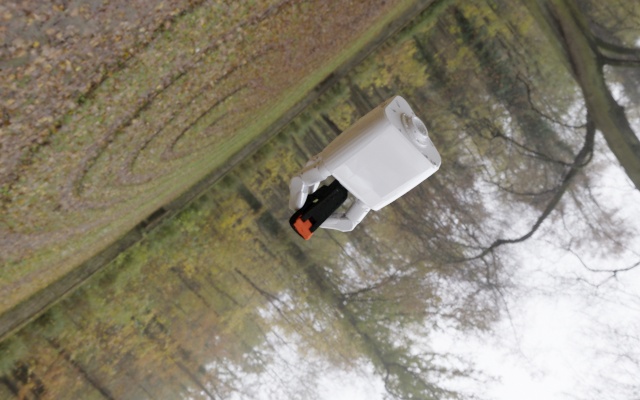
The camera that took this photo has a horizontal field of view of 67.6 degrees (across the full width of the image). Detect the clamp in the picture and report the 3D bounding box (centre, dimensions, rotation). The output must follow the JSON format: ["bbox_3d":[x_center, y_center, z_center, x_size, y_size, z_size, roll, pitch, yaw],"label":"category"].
[{"bbox_3d":[0.001,0.003,0.696,0.164,0.036,0.210,-34,9,34],"label":"clamp"}]
